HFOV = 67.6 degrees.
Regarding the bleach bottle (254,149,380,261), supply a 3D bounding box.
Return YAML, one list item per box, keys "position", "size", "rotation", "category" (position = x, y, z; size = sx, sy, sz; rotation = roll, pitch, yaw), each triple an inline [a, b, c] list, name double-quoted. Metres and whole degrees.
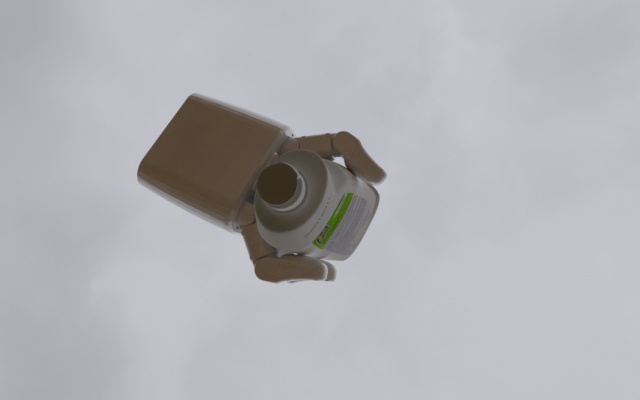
- position: [0.000, 0.002, 0.433]
  size: [0.068, 0.102, 0.251]
  rotation: [25, -3, 14]
  category: "bleach bottle"
